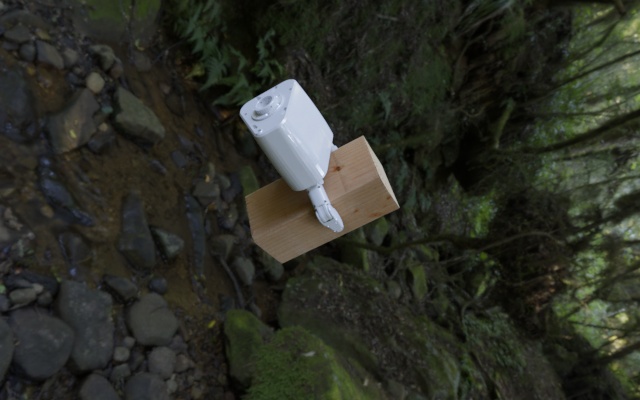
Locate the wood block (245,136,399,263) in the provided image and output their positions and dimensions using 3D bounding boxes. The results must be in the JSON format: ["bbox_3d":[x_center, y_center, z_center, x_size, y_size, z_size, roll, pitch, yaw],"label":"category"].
[{"bbox_3d":[0.000,0.002,0.728,0.206,0.090,0.090,-26,-39,13],"label":"wood block"}]
